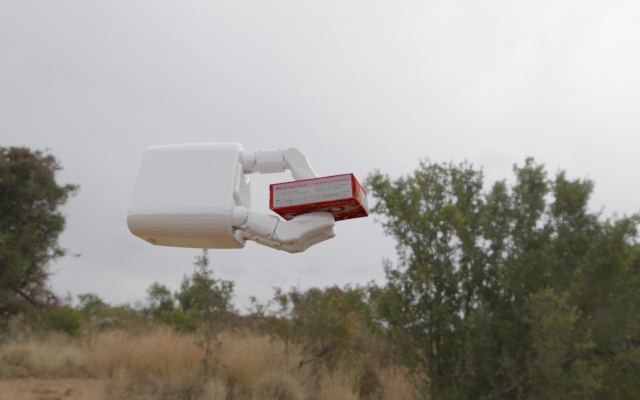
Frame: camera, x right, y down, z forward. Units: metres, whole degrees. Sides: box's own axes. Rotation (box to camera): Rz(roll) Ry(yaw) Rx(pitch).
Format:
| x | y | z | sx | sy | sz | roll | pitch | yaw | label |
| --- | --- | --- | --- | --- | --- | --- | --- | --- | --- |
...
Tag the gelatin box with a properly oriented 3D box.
| x | y | z | sx | sy | sz | roll | pitch | yaw | label |
| --- | --- | --- | --- | --- | --- | --- | --- | --- | --- |
| 0.000 | 0.001 | 0.495 | 0.089 | 0.030 | 0.073 | -8 | -18 | 14 | gelatin box |
